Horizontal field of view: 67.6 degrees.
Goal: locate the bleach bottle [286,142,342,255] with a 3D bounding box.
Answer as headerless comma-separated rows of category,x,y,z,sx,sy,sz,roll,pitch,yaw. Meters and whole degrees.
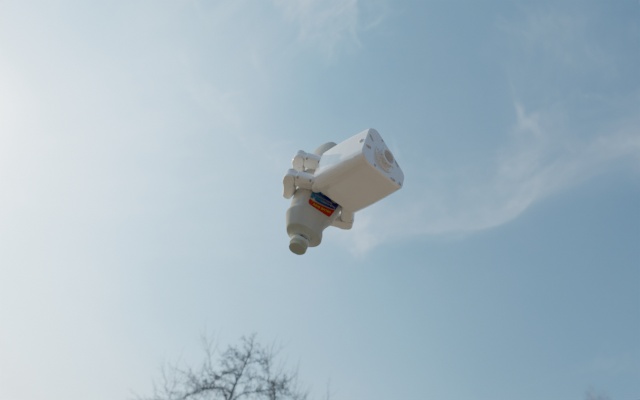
bleach bottle,0.000,0.003,0.853,0.068,0.102,0.250,-27,27,36
